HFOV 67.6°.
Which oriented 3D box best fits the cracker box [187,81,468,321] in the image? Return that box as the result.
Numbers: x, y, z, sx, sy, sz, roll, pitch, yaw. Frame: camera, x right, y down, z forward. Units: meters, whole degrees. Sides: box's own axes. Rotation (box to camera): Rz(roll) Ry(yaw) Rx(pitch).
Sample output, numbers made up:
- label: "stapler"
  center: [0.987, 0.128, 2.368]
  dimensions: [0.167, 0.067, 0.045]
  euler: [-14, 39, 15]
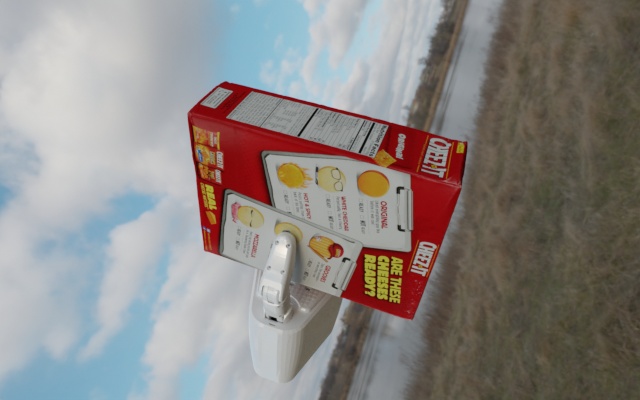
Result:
- label: "cracker box"
  center: [0.000, 0.001, 0.421]
  dimensions: [0.213, 0.164, 0.072]
  euler: [16, 43, 10]
